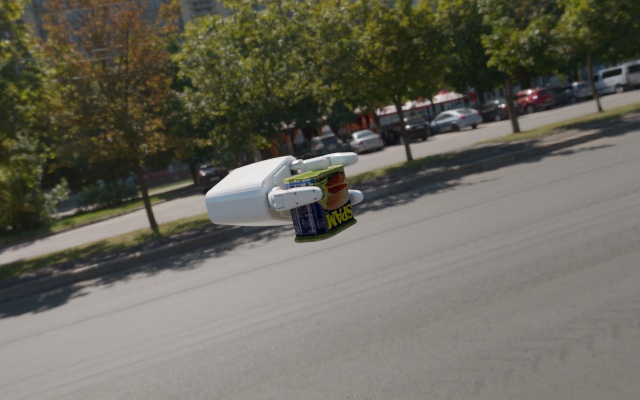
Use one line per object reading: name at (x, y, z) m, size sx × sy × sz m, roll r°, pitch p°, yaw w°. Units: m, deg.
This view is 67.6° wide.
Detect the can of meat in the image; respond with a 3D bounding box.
can of meat at (0.000, 0.002, 0.644) m, size 0.057 × 0.084 × 0.102 m, roll -7°, pitch 9°, yaw 33°
